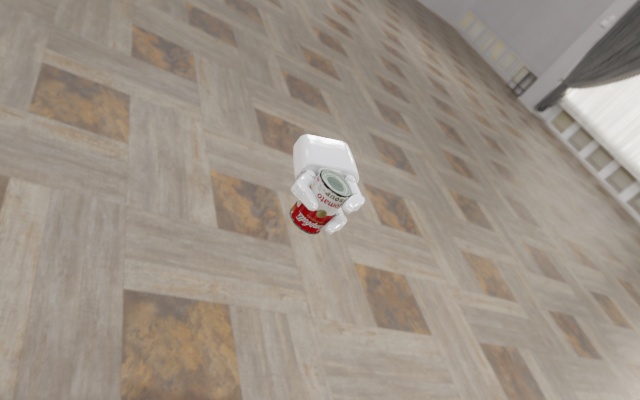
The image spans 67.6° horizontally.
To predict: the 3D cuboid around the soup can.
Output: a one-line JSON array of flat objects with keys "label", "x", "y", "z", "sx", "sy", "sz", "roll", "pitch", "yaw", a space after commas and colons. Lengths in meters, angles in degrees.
[{"label": "soup can", "x": 0.000, "y": 0.003, "z": 0.847, "sx": 0.068, "sy": 0.068, "sz": 0.102, "roll": 0, "pitch": -42, "yaw": -49}]
